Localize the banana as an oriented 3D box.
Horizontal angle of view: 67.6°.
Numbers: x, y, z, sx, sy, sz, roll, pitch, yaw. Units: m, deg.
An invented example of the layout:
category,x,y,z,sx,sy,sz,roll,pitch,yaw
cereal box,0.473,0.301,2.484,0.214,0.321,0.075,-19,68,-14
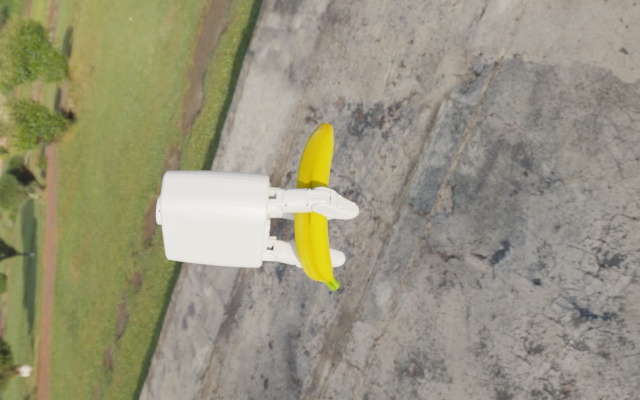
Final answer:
category,x,y,z,sx,sy,sz,roll,pitch,yaw
banana,-0.005,0.004,0.539,0.037,0.198,0.069,-2,-5,17
